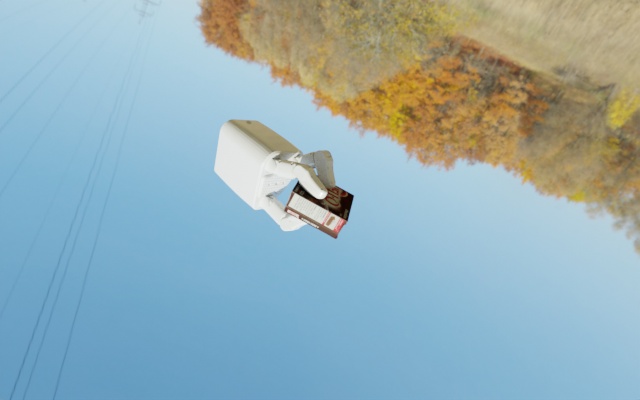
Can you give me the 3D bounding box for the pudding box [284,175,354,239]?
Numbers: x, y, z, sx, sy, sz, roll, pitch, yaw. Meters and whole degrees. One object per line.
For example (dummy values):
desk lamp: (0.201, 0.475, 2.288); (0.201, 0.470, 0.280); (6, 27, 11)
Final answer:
pudding box: (0.000, 0.002, 0.714); (0.090, 0.039, 0.113); (28, 24, -2)
